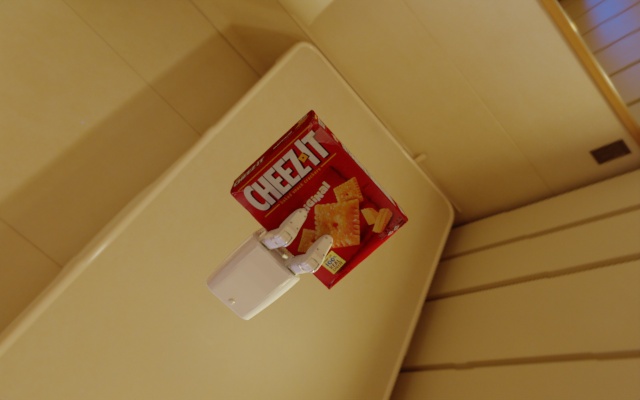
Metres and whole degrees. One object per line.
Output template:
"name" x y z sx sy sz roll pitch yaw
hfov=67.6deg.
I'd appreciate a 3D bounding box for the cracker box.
"cracker box" 0.000 0.002 0.709 0.164 0.214 0.072 -41 16 9
